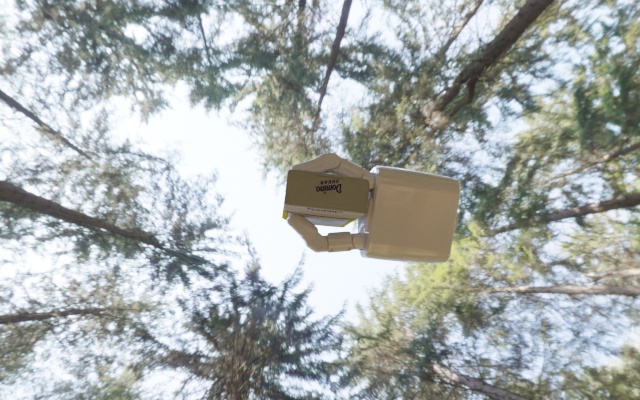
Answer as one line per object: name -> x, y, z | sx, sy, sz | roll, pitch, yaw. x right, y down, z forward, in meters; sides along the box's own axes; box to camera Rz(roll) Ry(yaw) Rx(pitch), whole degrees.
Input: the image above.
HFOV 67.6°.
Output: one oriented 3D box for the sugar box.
sugar box -> 0.000, 0.001, 0.601 | 0.093, 0.048, 0.176 | 7, -11, -5
